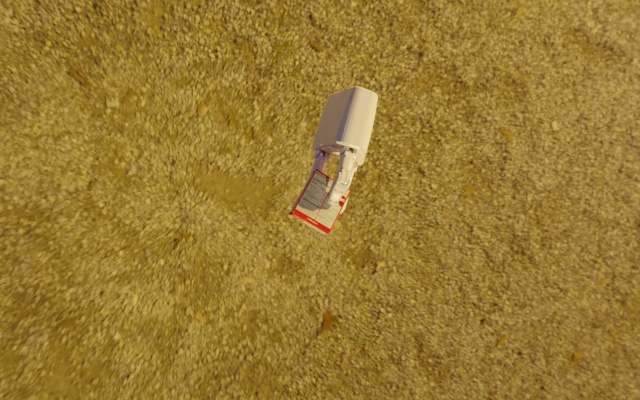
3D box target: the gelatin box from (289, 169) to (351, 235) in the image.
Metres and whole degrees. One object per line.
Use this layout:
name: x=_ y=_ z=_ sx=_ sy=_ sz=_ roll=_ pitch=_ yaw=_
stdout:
gelatin box: x=0.000 y=0.003 z=0.814 sx=0.073 sy=0.089 sz=0.030 roll=31 pitch=-17 yaw=-11
